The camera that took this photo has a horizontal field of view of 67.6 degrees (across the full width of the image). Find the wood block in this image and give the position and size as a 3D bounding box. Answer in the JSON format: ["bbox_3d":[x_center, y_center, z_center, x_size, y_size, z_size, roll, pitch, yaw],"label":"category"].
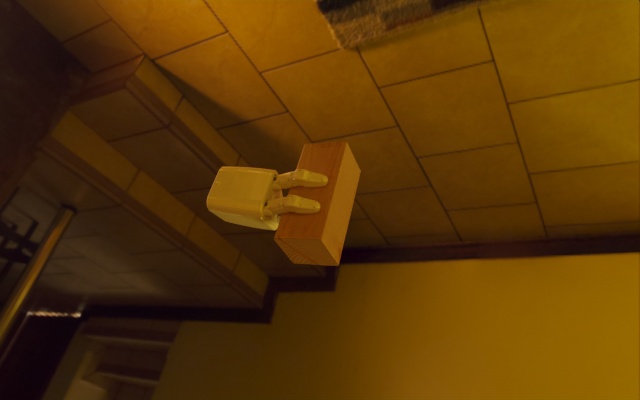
[{"bbox_3d":[0.000,0.003,0.853,0.090,0.206,0.091,0,-35,24],"label":"wood block"}]
